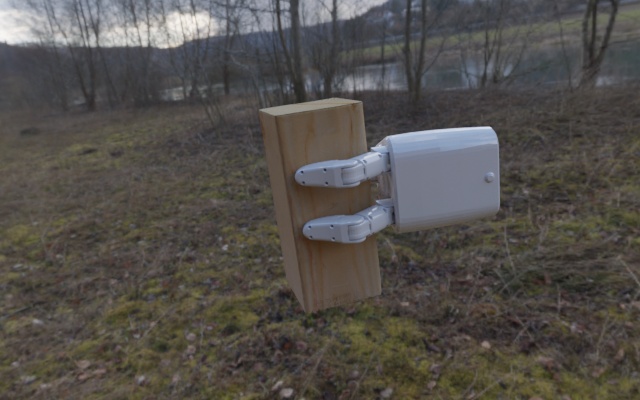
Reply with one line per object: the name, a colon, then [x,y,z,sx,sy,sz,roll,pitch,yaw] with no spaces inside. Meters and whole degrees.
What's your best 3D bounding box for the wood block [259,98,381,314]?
wood block: [0.000,0.001,0.514,0.090,0.206,0.090,-12,17,-14]
